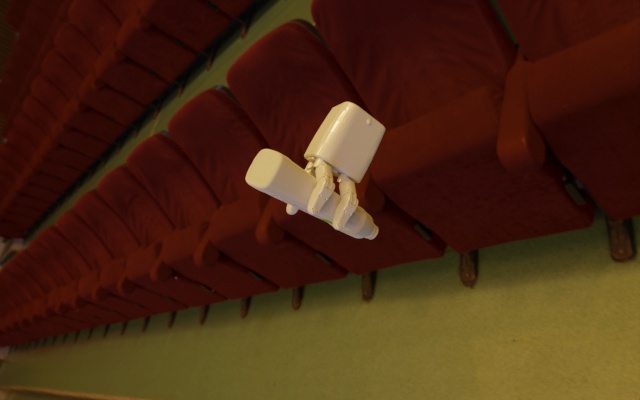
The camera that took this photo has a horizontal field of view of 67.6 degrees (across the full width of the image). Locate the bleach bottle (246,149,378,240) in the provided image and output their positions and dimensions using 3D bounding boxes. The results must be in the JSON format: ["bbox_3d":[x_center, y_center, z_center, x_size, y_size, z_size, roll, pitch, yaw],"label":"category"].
[{"bbox_3d":[0.000,0.003,0.819,0.251,0.068,0.102,31,-4,-32],"label":"bleach bottle"}]
